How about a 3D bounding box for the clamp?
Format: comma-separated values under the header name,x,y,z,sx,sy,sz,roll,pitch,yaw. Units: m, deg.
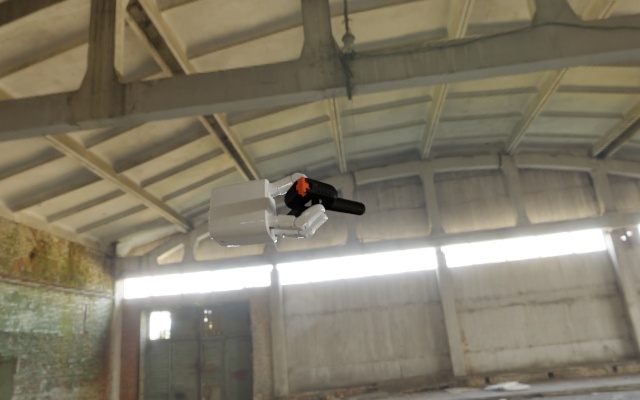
name,x,y,z,sx,sy,sz,roll,pitch,yaw
clamp,0.000,0.002,0.876,0.164,0.036,0.210,-8,-18,3
